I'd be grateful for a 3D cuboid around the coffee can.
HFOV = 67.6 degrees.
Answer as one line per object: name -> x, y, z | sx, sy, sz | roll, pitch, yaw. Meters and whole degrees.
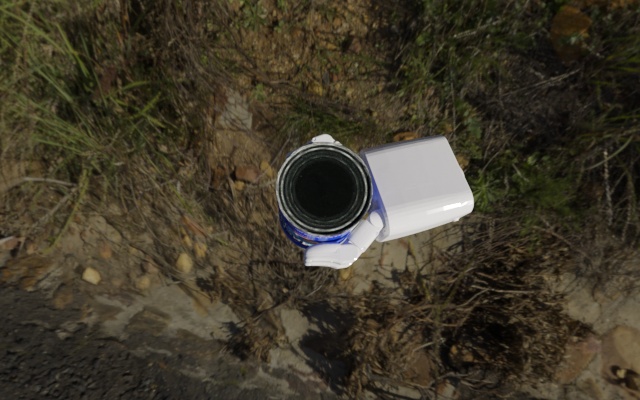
coffee can -> 0.000, 0.002, 0.564 | 0.103, 0.102, 0.140 | 0, -12, -3
